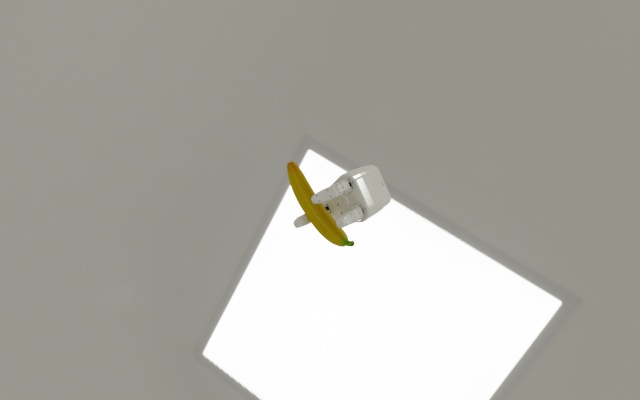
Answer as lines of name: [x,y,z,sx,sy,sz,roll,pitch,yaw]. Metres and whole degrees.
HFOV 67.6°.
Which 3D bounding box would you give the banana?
banana: [-0.004,0.016,0.878,0.037,0.197,0.070,-28,-20,-34]
